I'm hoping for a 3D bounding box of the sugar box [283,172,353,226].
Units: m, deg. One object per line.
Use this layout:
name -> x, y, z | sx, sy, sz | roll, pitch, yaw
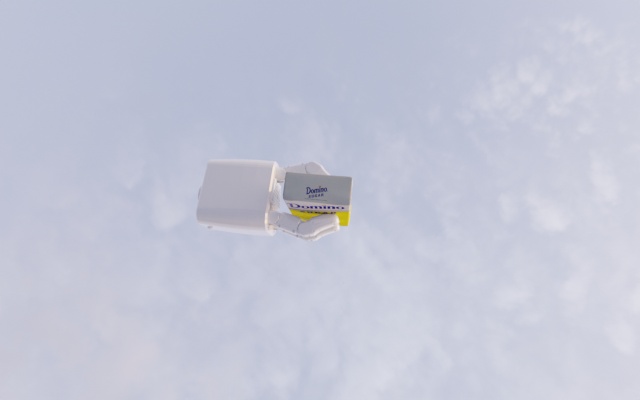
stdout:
sugar box -> 0.000, 0.003, 0.716 | 0.093, 0.048, 0.176 | 5, -9, 4
